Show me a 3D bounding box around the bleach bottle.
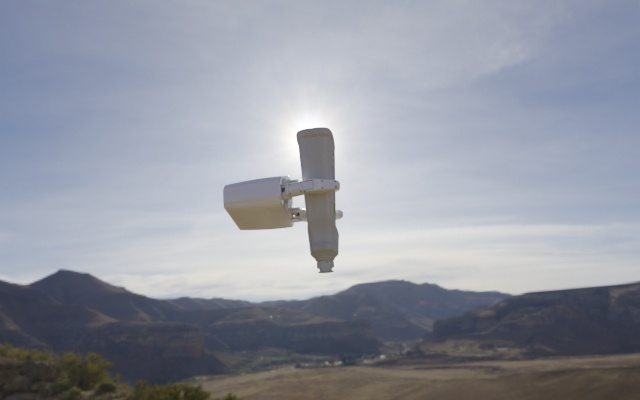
[{"bbox_3d":[0.000,0.003,0.860,0.068,0.250,0.102,-6,-14,7],"label":"bleach bottle"}]
